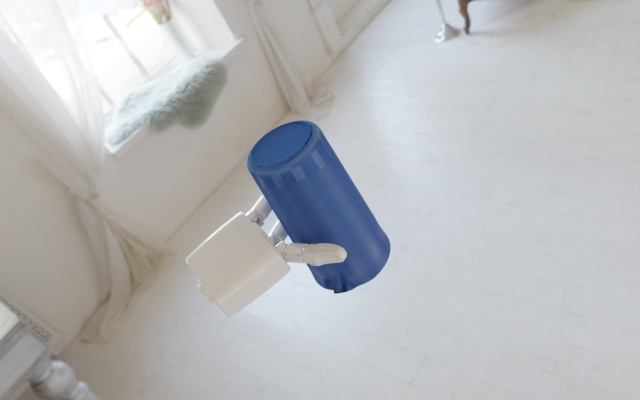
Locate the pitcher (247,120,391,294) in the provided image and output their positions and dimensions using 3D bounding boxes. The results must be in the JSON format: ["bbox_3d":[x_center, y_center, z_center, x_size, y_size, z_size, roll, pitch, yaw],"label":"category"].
[{"bbox_3d":[0.000,0.002,0.689,0.145,0.243,0.149,-40,37,-12],"label":"pitcher"}]
